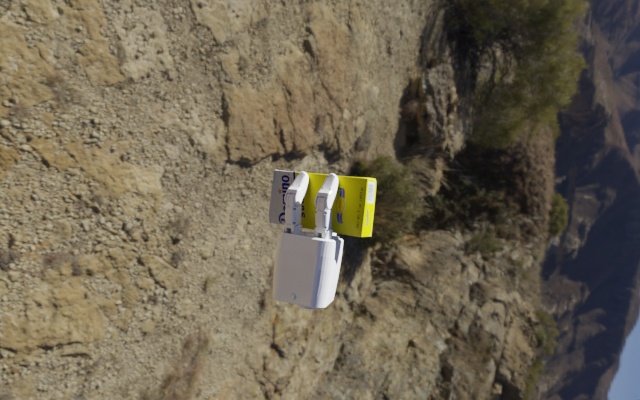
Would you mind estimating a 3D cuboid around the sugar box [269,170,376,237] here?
[{"bbox_3d":[0.000,0.003,0.777,0.176,0.093,0.048,6,0,27],"label":"sugar box"}]
